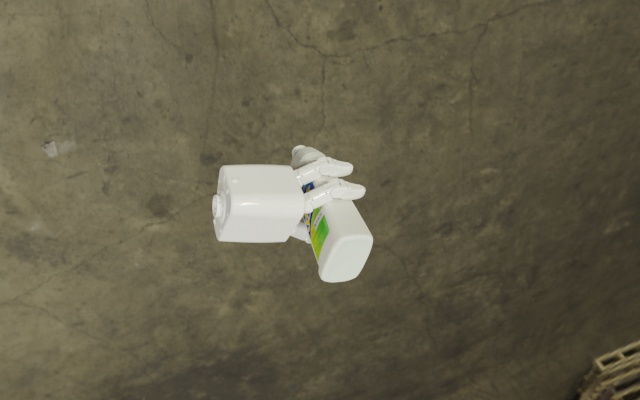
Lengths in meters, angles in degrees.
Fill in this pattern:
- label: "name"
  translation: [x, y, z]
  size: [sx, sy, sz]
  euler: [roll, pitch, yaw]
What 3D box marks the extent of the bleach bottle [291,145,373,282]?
- label: "bleach bottle"
  translation: [0.000, 0.002, 0.762]
  size: [0.068, 0.103, 0.250]
  euler: [0, 41, -25]
